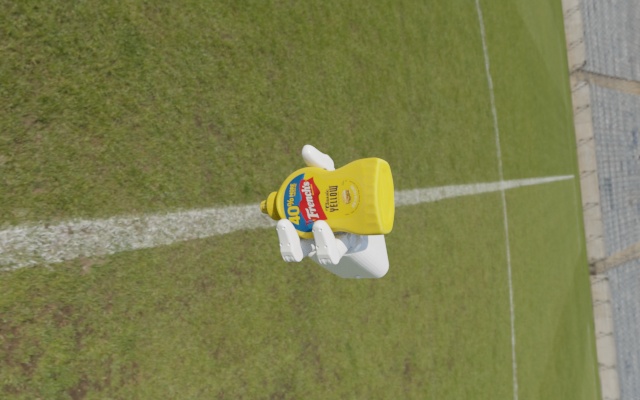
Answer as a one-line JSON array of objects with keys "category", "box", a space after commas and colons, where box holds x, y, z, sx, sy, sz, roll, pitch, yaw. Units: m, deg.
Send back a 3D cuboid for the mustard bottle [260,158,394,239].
[{"category": "mustard bottle", "box": [0.000, 0.002, 0.636, 0.191, 0.096, 0.058, -6, -6, 31]}]
